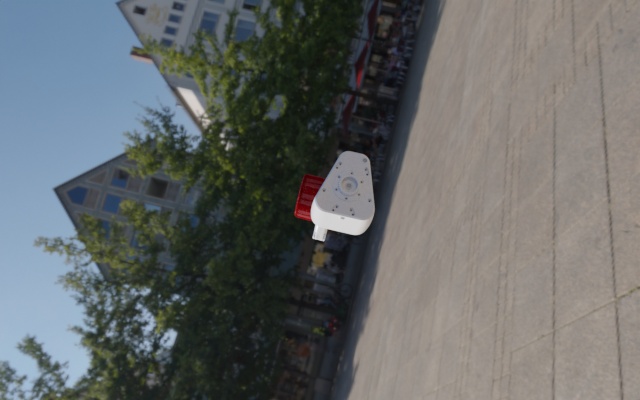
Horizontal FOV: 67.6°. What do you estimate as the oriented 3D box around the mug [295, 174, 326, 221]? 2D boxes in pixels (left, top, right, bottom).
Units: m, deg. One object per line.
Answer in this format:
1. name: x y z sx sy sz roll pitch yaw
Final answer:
1. mug: 0.000 0.003 0.884 0.081 0.093 0.117 14 -16 0
